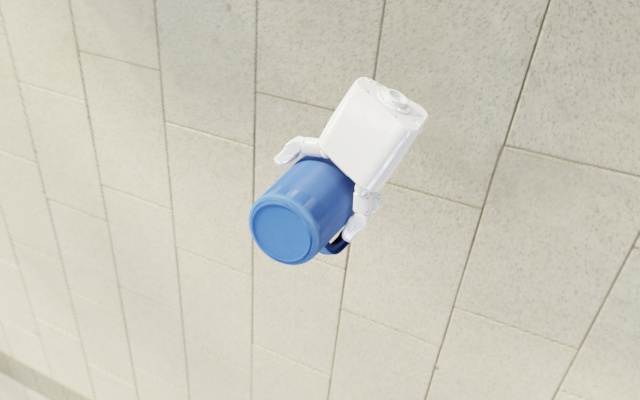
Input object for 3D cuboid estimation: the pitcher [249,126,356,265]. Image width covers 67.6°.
[{"bbox_3d":[0.000,0.002,0.725,0.149,0.145,0.242,37,36,5],"label":"pitcher"}]
